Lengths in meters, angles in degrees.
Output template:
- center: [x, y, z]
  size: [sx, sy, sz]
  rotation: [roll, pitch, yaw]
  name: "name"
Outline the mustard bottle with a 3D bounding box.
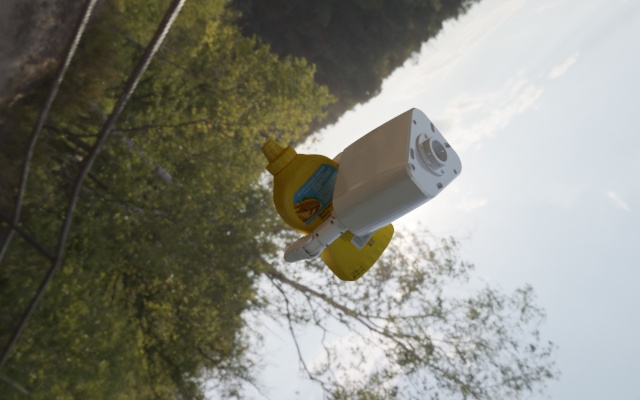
- center: [0.000, 0.002, 0.578]
  size: [0.096, 0.192, 0.058]
  rotation: [-48, 15, -22]
  name: "mustard bottle"
